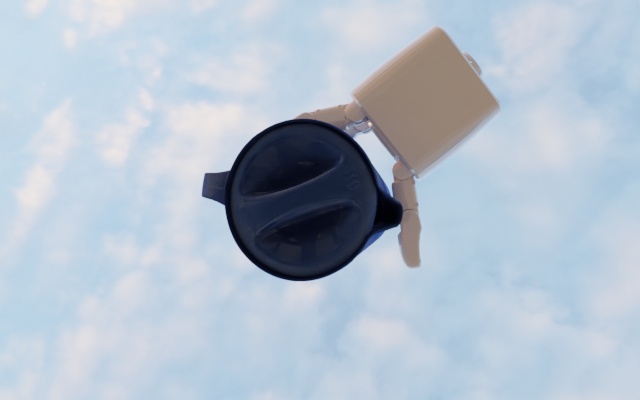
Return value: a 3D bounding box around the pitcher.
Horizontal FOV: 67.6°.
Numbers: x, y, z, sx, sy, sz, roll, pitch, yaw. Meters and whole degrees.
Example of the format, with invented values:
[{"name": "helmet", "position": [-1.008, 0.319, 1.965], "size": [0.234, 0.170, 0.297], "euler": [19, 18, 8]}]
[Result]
[{"name": "pitcher", "position": [0.000, 0.002, 0.502], "size": [0.145, 0.149, 0.243], "euler": [-39, -11, 10]}]
